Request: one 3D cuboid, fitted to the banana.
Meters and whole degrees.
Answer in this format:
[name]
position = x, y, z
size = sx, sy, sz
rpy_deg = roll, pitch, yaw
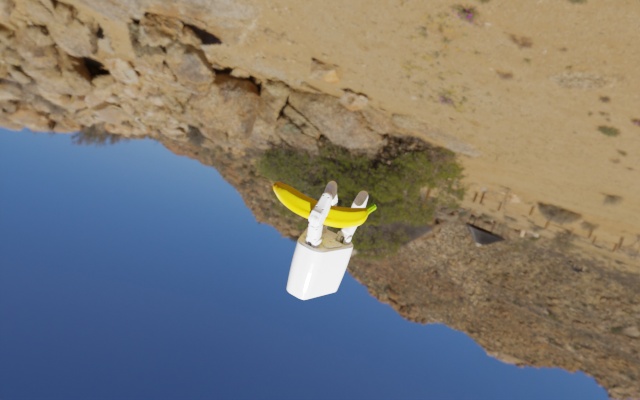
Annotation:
[banana]
position = 0.000, 0.013, 0.873
size = 0.198, 0.037, 0.069
rpy_deg = 15, 31, 5
